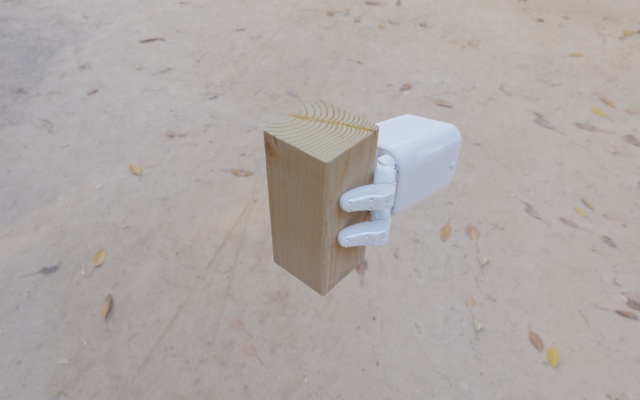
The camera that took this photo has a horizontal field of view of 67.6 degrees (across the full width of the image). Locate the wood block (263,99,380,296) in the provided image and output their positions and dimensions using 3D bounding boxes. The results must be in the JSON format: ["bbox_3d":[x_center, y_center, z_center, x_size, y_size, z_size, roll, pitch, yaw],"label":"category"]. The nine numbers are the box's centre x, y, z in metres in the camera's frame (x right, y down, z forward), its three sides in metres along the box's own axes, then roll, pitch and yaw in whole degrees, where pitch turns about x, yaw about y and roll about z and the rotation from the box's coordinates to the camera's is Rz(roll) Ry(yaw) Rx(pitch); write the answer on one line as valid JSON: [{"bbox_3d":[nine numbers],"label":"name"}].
[{"bbox_3d":[0.000,0.001,0.564,0.090,0.206,0.090,31,50,30],"label":"wood block"}]
